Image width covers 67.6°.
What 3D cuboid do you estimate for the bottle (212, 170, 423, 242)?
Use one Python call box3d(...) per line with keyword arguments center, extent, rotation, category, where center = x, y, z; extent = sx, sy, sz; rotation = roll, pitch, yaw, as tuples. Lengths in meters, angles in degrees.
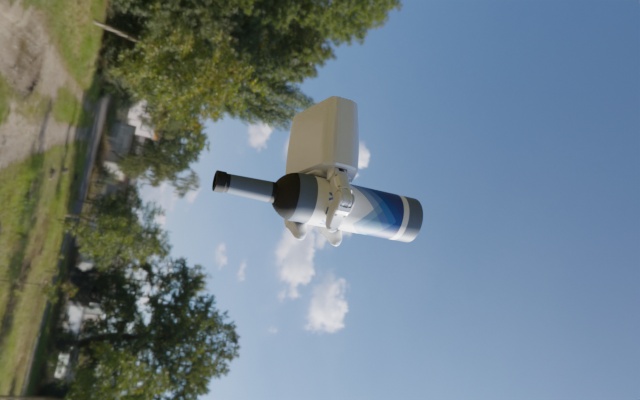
box3d(center=(0.000, 0.002, 0.657), extent=(0.296, 0.069, 0.069), rotation=(12, -4, -22), category="bottle")
